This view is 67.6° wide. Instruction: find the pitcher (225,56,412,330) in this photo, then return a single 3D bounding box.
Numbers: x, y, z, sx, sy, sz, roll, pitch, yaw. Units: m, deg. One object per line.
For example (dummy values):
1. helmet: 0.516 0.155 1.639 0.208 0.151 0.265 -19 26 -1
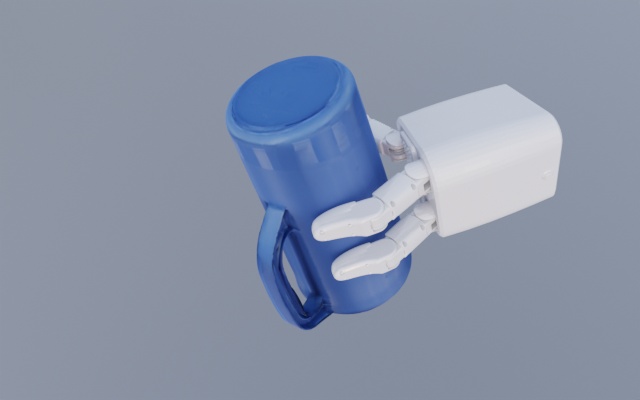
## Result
1. pitcher: 0.000 0.001 0.448 0.145 0.149 0.243 -19 -45 4
